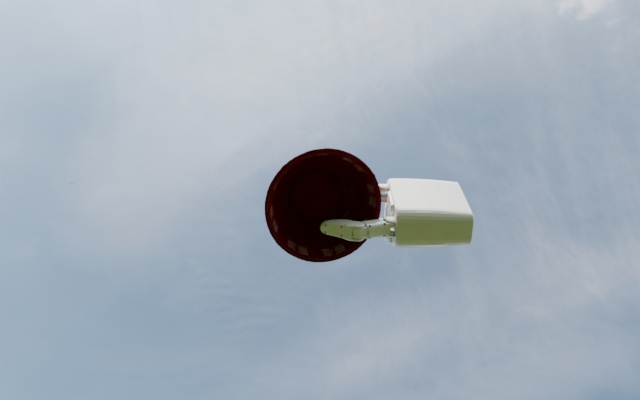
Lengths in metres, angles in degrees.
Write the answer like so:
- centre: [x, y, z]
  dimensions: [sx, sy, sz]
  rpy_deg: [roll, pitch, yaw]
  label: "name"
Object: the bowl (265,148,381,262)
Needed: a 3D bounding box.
- centre: [-0.001, 0.002, 0.666]
  dimensions: [0.162, 0.162, 0.055]
  rpy_deg: [0, 17, -13]
  label: "bowl"
